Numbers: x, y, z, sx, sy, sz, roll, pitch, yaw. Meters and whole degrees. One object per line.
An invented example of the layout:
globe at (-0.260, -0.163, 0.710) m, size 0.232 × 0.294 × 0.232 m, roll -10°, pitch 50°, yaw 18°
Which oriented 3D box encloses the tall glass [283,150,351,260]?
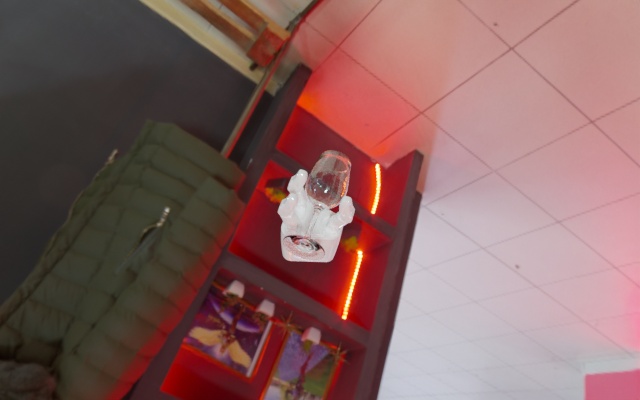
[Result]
tall glass at (0.000, 0.003, 0.854) m, size 0.079 × 0.201 × 0.079 m, roll 14°, pitch -34°, yaw 10°
